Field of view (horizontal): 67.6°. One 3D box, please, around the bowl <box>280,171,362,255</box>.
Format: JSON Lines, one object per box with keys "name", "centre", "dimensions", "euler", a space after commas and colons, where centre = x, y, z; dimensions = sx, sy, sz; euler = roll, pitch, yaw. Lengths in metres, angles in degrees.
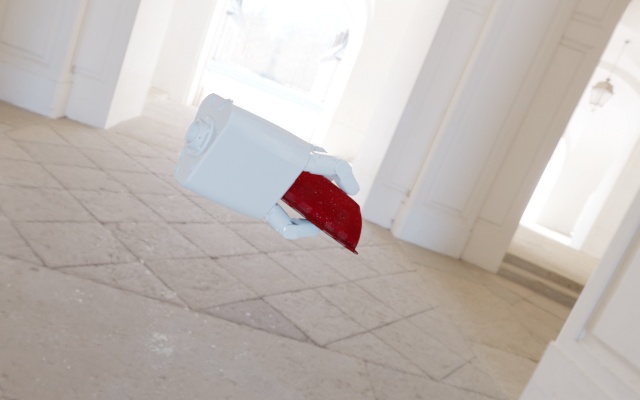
{"name": "bowl", "centre": [0.001, 0.002, 0.631], "dimensions": [0.162, 0.055, 0.162], "euler": [37, -1, 1]}
